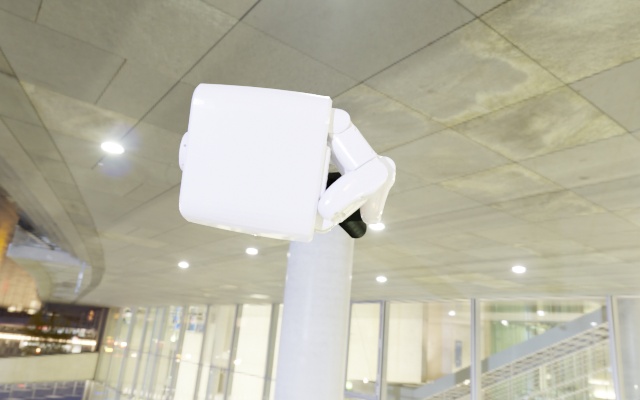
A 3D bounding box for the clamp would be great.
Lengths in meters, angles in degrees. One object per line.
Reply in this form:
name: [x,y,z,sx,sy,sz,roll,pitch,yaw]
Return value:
clamp: [0.000,0.002,0.496,0.120,0.039,0.171,10,-17,-1]
